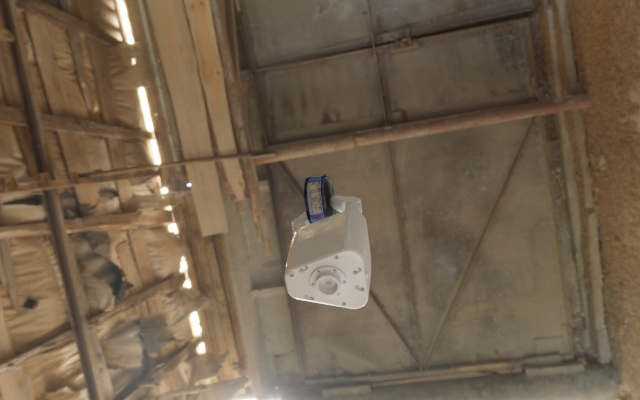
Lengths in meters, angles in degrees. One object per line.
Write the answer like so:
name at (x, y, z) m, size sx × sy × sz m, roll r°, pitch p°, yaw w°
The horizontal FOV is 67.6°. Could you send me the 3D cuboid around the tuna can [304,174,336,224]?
tuna can at (0.000, 0.003, 0.767) m, size 0.034 × 0.086 × 0.086 m, roll -7°, pitch -2°, yaw 12°
